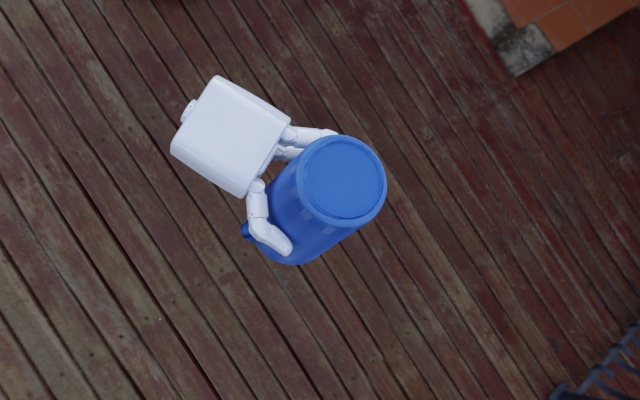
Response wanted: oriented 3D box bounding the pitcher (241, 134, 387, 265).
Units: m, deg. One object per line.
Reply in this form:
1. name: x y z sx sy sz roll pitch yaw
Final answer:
1. pitcher: 0.000 0.002 0.629 0.145 0.149 0.243 33 -21 -8
